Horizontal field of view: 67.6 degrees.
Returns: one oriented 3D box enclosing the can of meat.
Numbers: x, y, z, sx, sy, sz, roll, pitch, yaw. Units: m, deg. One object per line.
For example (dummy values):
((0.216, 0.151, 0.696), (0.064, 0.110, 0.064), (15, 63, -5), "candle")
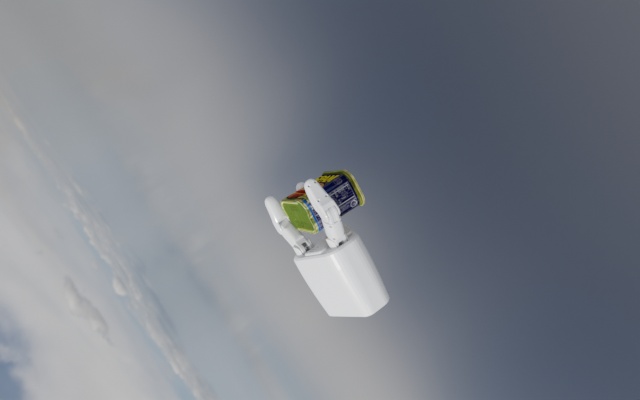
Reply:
((0.000, 0.002, 0.680), (0.084, 0.057, 0.102), (-33, 13, -19), "can of meat")
